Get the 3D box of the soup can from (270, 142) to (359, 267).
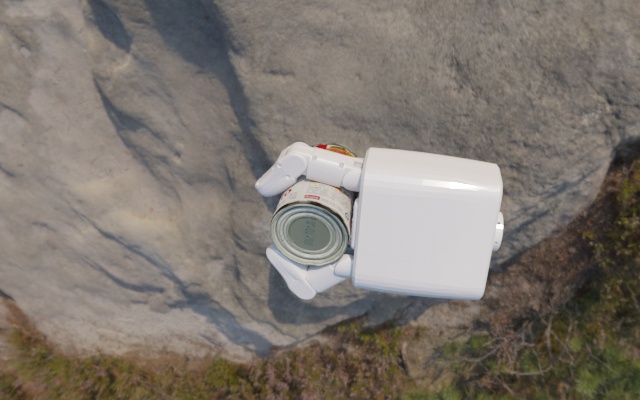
[{"bbox_3d":[0.000,0.001,0.425,0.068,0.068,0.102,0,34,13],"label":"soup can"}]
